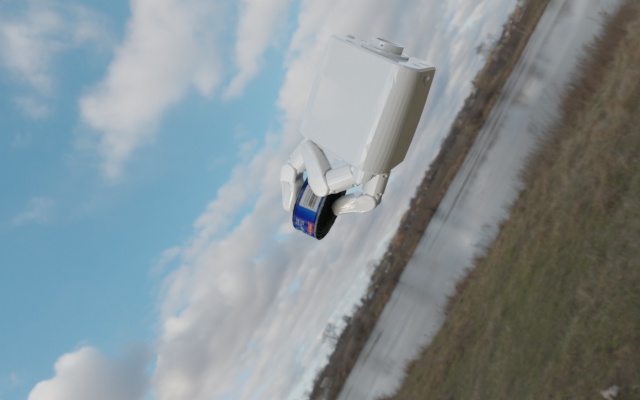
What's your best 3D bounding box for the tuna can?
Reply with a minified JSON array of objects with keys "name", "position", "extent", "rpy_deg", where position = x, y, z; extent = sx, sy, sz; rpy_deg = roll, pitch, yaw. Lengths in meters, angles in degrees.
[{"name":"tuna can","position":[0.000,0.002,0.572],"extent":[0.034,0.086,0.086],"rpy_deg":[23,6,16]}]
